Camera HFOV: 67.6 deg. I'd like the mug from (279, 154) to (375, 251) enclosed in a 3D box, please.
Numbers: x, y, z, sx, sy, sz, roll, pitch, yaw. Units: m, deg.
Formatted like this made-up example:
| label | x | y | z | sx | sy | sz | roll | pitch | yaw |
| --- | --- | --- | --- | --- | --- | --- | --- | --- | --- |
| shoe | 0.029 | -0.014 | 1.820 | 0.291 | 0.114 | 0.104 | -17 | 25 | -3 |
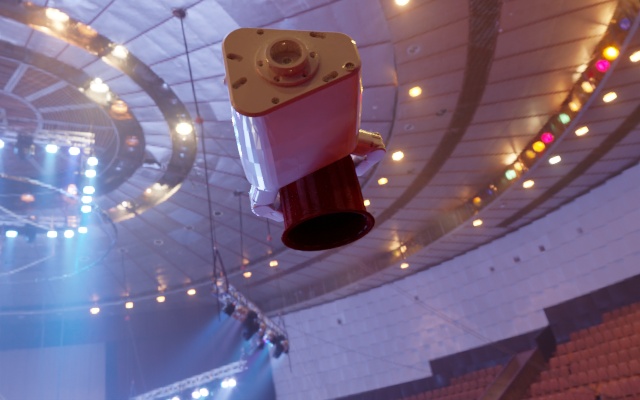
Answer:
| label | x | y | z | sx | sy | sz | roll | pitch | yaw |
| --- | --- | --- | --- | --- | --- | --- | --- | --- | --- |
| mug | 0.000 | 0.002 | 0.495 | 0.093 | 0.081 | 0.117 | -9 | -27 | -6 |
